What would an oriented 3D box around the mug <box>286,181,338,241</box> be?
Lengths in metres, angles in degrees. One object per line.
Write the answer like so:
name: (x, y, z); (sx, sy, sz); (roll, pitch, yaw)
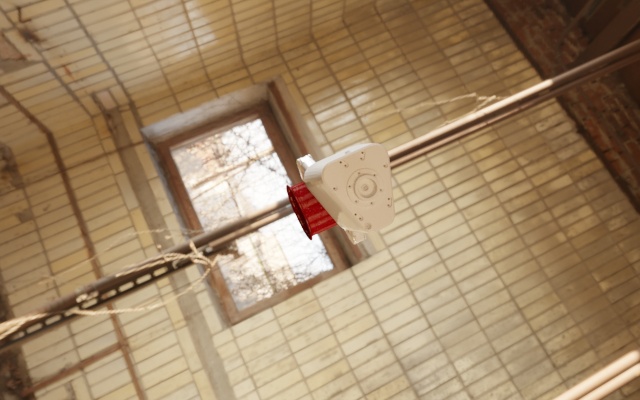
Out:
mug: (0.000, 0.002, 0.743); (0.081, 0.093, 0.117); (-24, 7, -10)
